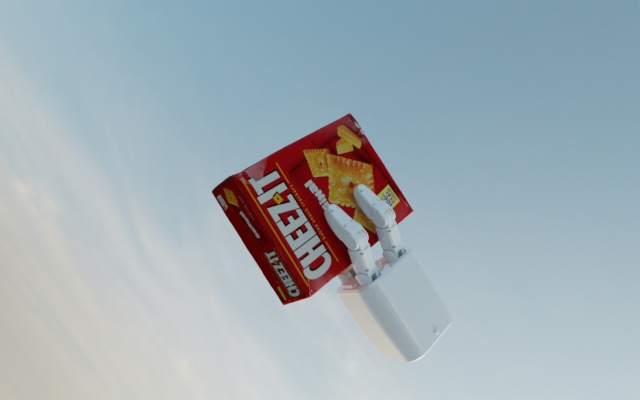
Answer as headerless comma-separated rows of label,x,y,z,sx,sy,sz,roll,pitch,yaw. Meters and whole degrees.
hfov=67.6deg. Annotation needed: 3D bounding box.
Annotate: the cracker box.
cracker box,0.000,0.002,0.606,0.213,0.164,0.072,-34,2,-38
